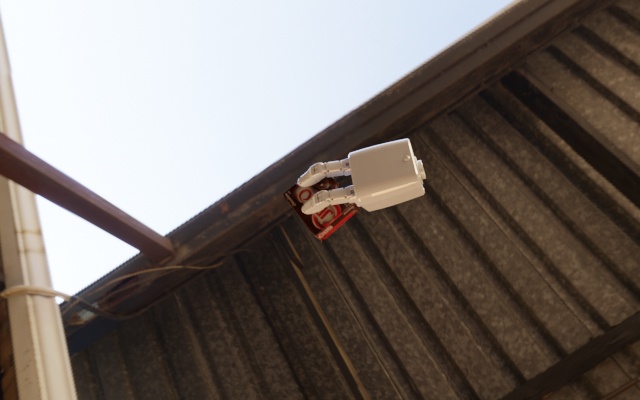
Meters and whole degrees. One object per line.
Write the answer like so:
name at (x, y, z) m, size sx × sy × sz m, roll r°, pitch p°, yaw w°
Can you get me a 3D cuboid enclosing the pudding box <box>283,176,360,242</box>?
pudding box at (0.000, 0.003, 0.844) m, size 0.113 × 0.090 × 0.039 m, roll 50°, pitch 0°, yaw 34°
